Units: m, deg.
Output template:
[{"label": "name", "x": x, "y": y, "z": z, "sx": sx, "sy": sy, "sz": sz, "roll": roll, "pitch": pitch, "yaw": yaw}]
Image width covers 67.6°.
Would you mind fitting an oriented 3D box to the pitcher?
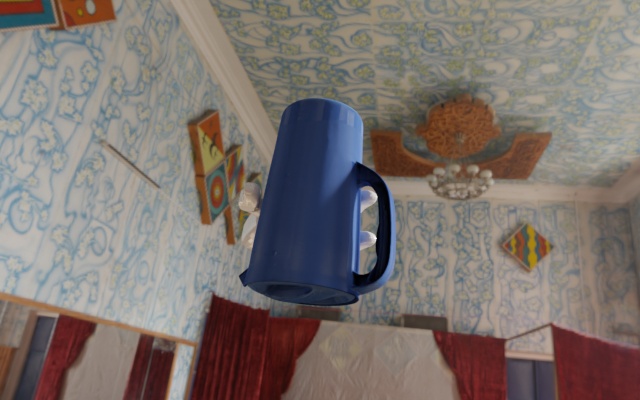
[{"label": "pitcher", "x": 0.000, "y": 0.002, "z": 0.581, "sx": 0.149, "sy": 0.242, "sz": 0.145, "roll": 14, "pitch": -22, "yaw": -17}]
